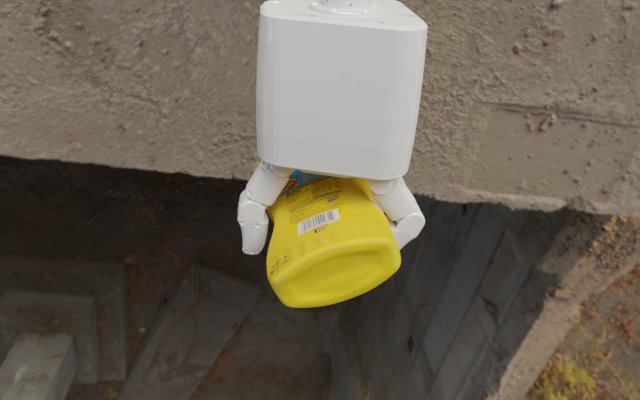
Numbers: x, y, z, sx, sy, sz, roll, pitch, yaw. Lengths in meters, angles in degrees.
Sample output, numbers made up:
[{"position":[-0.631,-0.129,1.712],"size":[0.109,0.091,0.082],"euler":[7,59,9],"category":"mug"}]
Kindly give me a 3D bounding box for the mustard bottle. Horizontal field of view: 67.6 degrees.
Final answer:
[{"position":[0.000,0.002,0.415],"size":[0.096,0.058,0.191],"euler":[-22,34,7],"category":"mustard bottle"}]
